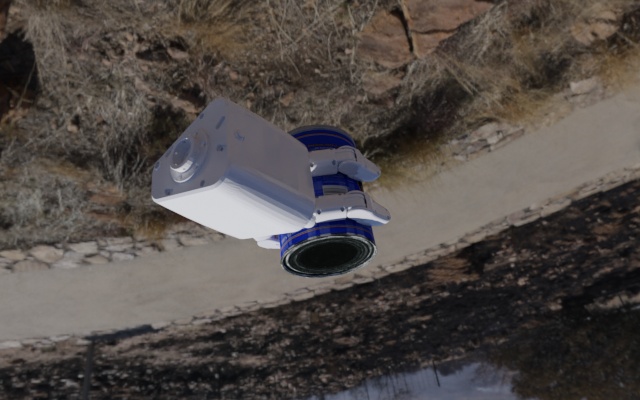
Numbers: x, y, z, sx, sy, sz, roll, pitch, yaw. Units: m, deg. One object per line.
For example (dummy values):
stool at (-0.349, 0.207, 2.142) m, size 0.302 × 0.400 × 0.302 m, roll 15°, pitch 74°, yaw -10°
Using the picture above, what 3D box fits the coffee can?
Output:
coffee can at (0.000, 0.002, 0.534) m, size 0.103 × 0.140 × 0.103 m, roll -7°, pitch -31°, yaw -4°
